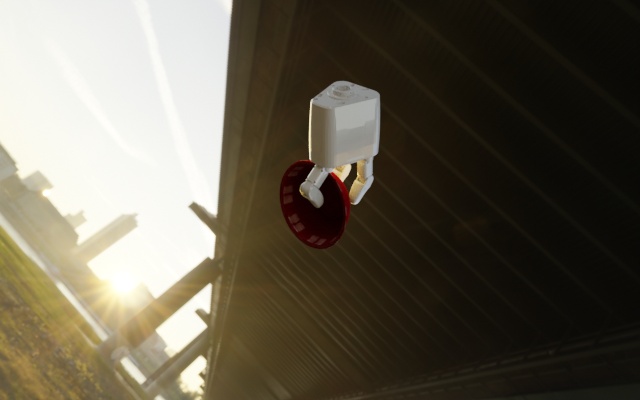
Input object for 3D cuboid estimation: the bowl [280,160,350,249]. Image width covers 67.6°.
[{"bbox_3d":[0.000,0.004,0.858,0.162,0.162,0.055,0,13,44],"label":"bowl"}]
